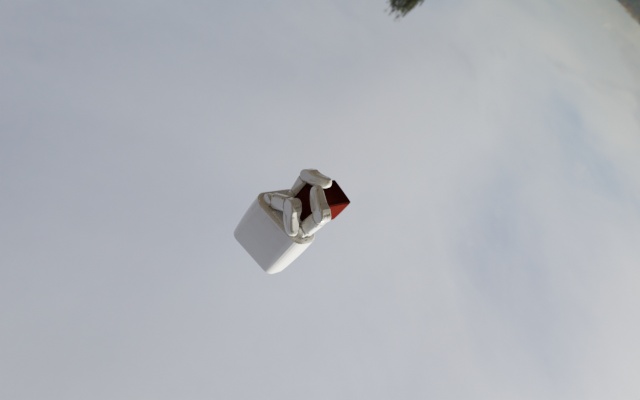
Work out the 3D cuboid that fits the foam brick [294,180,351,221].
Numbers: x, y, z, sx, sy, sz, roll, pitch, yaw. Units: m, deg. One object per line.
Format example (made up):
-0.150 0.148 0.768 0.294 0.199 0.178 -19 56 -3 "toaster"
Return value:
0.000 0.003 0.815 0.078 0.053 0.051 -9 -31 -47 "foam brick"
